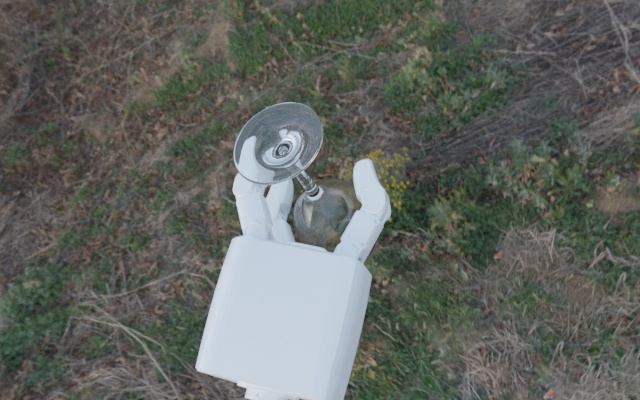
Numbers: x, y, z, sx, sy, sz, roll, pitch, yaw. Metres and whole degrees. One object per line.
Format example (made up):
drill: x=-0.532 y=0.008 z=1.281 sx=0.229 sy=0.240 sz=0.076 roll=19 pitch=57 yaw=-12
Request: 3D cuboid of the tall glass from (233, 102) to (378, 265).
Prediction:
tall glass: x=0.000 y=0.001 z=0.442 sx=0.079 sy=0.079 sz=0.201 roll=0 pitch=-27 yaw=22
